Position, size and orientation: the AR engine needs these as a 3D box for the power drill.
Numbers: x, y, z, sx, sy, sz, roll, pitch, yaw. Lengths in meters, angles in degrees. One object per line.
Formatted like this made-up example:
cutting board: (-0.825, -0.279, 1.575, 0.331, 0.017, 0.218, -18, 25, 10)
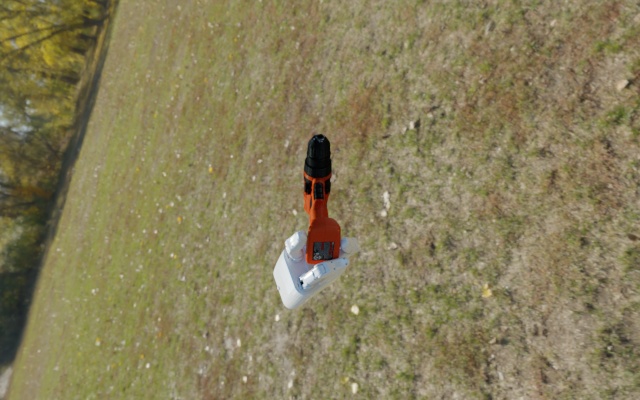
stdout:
power drill: (0.000, 0.003, 0.837, 0.057, 0.185, 0.187, -1, 45, -3)
